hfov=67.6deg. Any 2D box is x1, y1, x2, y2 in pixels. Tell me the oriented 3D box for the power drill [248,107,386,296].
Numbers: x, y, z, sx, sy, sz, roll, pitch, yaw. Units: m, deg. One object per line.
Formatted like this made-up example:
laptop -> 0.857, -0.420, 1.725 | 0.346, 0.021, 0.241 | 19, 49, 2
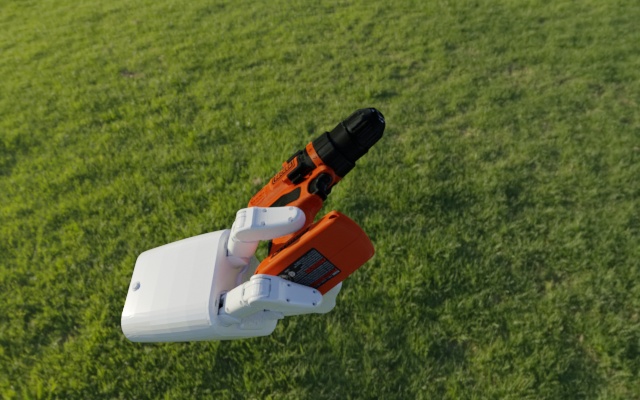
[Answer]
power drill -> 0.000, 0.002, 0.462 | 0.057, 0.184, 0.187 | 41, 20, -22
